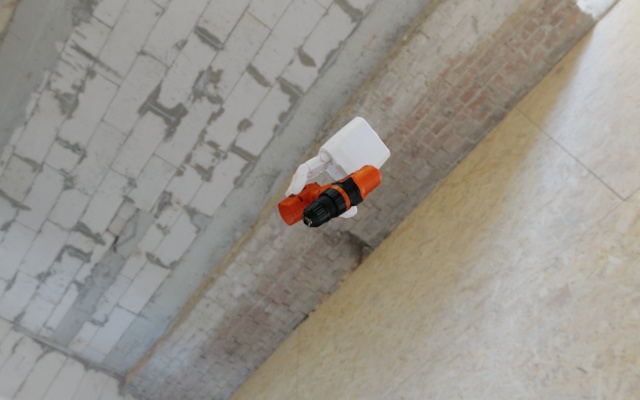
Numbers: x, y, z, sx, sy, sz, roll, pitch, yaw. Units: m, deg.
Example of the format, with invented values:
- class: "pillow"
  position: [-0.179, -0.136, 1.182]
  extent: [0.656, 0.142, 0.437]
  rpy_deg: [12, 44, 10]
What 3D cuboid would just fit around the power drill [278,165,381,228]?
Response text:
- class: "power drill"
  position: [0.000, 0.003, 0.884]
  extent: [0.184, 0.057, 0.187]
  rpy_deg: [-32, 12, -35]
